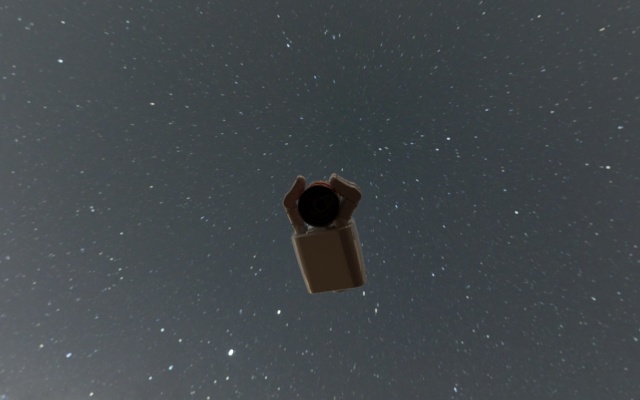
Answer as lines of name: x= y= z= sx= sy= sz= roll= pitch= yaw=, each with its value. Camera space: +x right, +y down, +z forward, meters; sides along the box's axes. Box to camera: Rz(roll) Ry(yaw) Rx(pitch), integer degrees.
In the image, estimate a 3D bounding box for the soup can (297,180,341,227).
soup can: x=0.000 y=0.002 z=0.808 sx=0.068 sy=0.068 sz=0.102 roll=0 pitch=8 yaw=3
